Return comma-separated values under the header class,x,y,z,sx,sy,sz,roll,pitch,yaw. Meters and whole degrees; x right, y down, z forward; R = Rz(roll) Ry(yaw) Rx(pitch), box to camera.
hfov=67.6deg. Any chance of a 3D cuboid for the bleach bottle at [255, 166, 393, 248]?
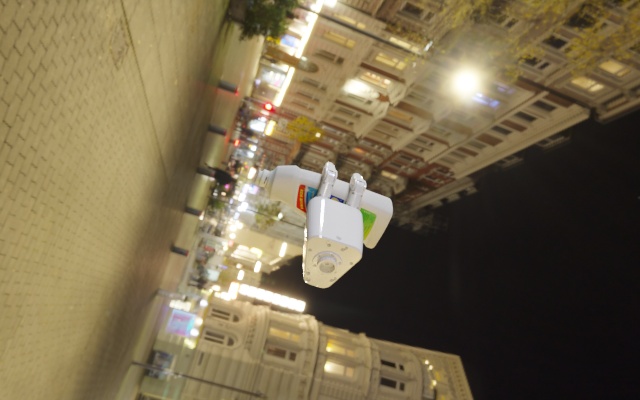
class,x,y,z,sx,sy,sz,roll,pitch,yaw
bleach bottle,0.000,0.003,0.880,0.251,0.103,0.068,19,32,-10
